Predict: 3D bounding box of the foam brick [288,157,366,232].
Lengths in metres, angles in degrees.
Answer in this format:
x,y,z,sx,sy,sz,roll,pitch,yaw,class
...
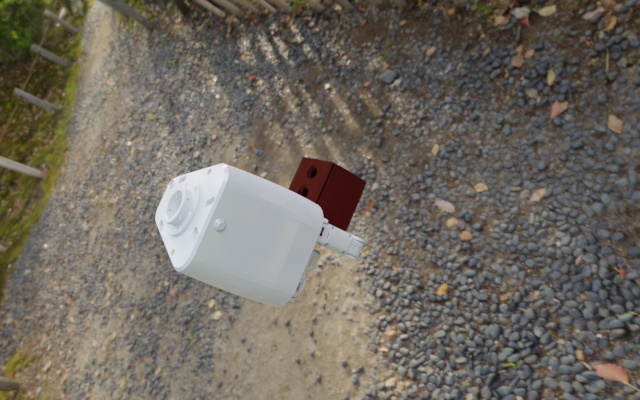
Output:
x,y,z,sx,sy,sz,roll,pitch,yaw,class
0.000,0.001,0.485,0.051,0.078,0.053,27,-7,-38,foam brick
